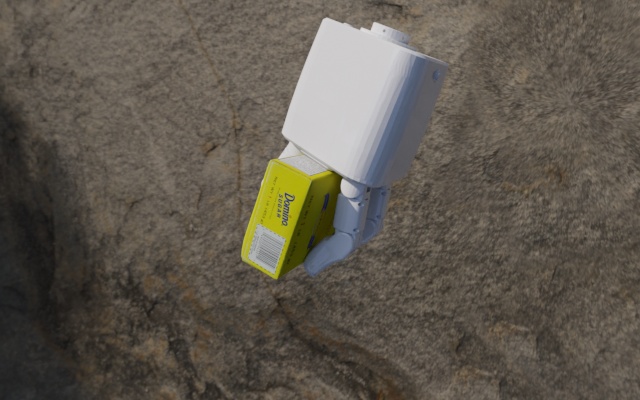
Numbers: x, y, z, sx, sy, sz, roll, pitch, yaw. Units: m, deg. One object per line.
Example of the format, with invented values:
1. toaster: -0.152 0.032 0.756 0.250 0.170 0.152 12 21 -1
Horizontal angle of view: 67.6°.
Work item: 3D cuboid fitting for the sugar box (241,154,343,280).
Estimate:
1. sugar box: 0.001 0.002 0.451 0.048 0.093 0.176 28 21 20
